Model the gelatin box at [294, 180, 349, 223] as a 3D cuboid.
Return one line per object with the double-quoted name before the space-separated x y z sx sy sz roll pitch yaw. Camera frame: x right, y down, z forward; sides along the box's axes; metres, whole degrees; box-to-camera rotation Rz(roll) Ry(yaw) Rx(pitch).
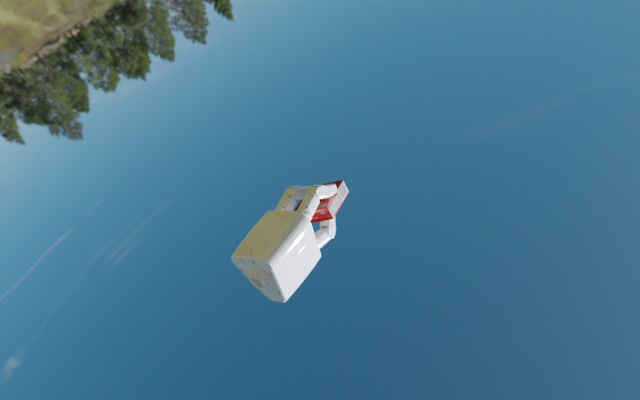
"gelatin box" 0.000 0.003 0.845 0.073 0.030 0.089 -10 30 32
